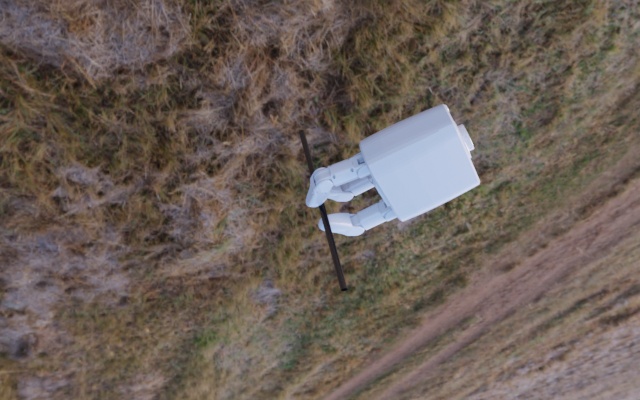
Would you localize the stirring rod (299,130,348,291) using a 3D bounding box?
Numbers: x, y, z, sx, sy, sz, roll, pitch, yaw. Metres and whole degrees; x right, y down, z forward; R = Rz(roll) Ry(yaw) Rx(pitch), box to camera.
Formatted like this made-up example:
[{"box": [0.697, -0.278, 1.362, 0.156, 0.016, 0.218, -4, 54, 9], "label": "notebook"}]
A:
[{"box": [0.000, 0.002, 0.595, 0.011, 0.239, 0.011, -10, -33, -7], "label": "stirring rod"}]
